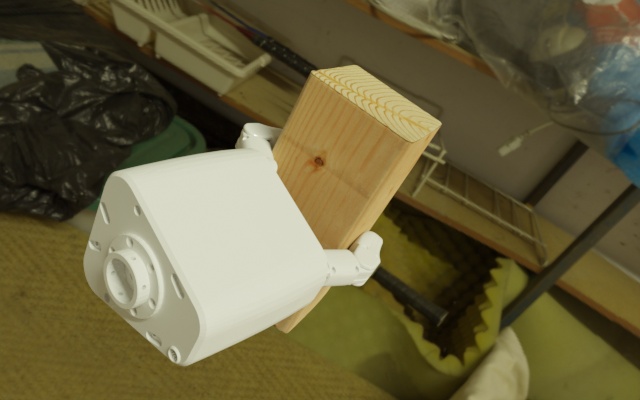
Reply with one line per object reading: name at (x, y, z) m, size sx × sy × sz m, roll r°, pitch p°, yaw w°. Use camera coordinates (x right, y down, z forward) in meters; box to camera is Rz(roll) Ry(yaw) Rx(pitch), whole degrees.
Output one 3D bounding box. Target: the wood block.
wood block at (0.000, 0.002, 0.409) m, size 0.091 × 0.206 × 0.090 m, roll 38°, pitch 30°, yaw 12°
